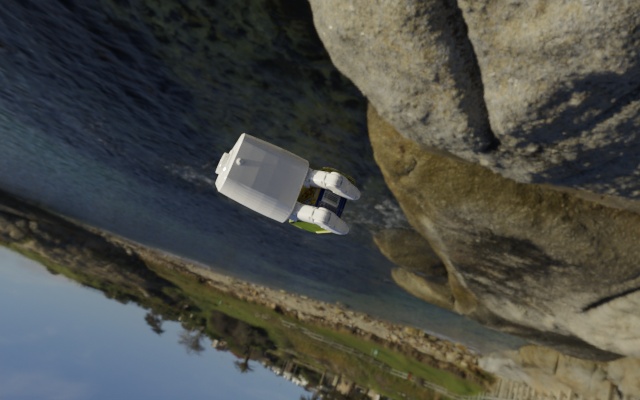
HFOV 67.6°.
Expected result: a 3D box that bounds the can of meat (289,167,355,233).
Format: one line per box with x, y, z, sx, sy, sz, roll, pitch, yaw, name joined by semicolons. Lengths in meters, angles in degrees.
0.000;0.003;0.743;0.057;0.084;0.102;26;-16;-21;can of meat
